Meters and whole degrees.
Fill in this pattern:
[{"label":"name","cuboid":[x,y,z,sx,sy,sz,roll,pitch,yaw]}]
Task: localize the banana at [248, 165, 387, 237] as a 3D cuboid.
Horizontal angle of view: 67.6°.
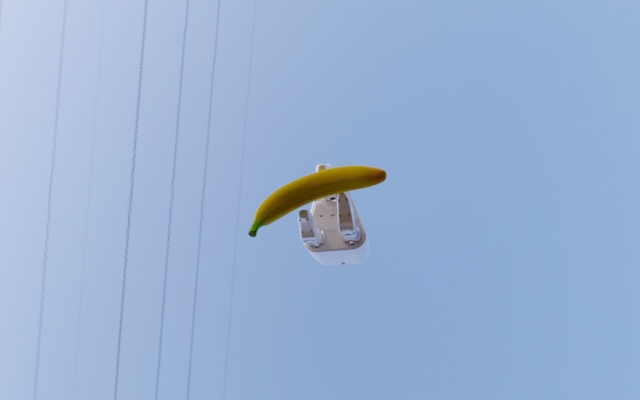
[{"label":"banana","cuboid":[-0.009,-0.008,0.650,0.198,0.037,0.069,-25,46,-3]}]
